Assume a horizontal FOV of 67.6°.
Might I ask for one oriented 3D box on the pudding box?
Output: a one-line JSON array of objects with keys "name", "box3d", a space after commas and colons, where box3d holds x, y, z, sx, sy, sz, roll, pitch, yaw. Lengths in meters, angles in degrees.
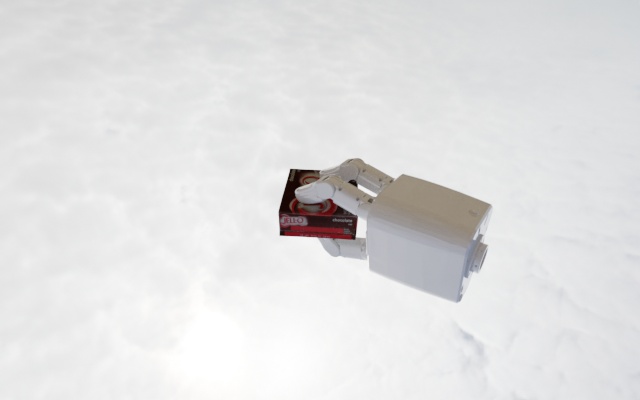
[{"name": "pudding box", "box3d": [0.000, 0.002, 0.580, 0.090, 0.039, 0.113, 4, 28, 2]}]
